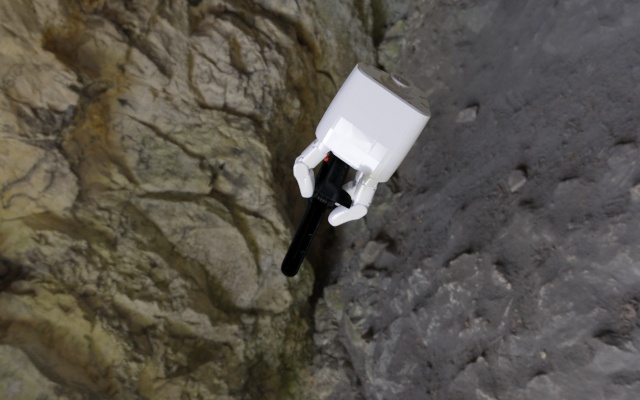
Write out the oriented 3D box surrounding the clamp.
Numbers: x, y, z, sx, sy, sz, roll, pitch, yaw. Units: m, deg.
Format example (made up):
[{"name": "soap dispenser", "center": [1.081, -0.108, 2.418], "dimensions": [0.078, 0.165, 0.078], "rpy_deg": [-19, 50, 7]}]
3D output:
[{"name": "clamp", "center": [0.000, 0.001, 0.685], "dimensions": [0.036, 0.165, 0.209], "rpy_deg": [29, 31, -11]}]
